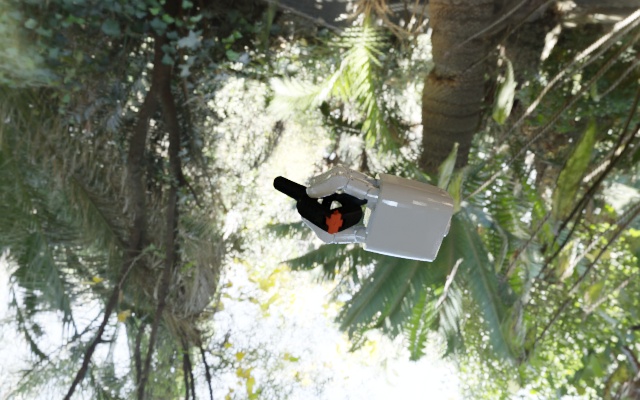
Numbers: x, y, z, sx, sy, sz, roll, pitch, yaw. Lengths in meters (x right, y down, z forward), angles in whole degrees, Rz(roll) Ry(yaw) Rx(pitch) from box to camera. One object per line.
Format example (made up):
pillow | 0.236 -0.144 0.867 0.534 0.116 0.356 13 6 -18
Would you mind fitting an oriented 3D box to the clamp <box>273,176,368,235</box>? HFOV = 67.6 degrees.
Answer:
clamp | 0.000 0.003 0.709 0.164 0.036 0.210 9 14 0
